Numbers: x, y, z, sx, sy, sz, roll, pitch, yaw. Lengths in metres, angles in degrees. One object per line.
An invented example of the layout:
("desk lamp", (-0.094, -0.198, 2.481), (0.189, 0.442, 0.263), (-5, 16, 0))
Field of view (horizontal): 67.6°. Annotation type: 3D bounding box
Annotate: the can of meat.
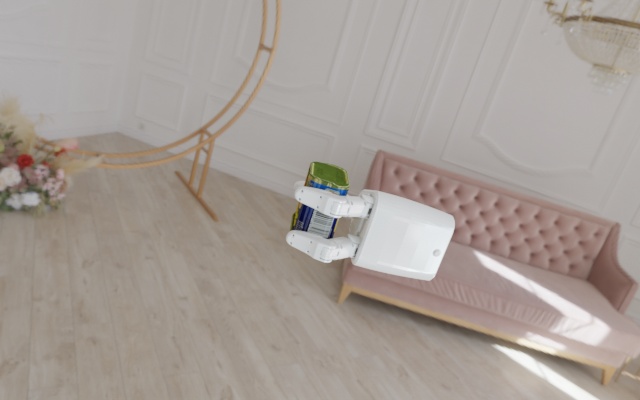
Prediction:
("can of meat", (0.000, 0.002, 0.616), (0.057, 0.084, 0.102), (16, 17, -5))
